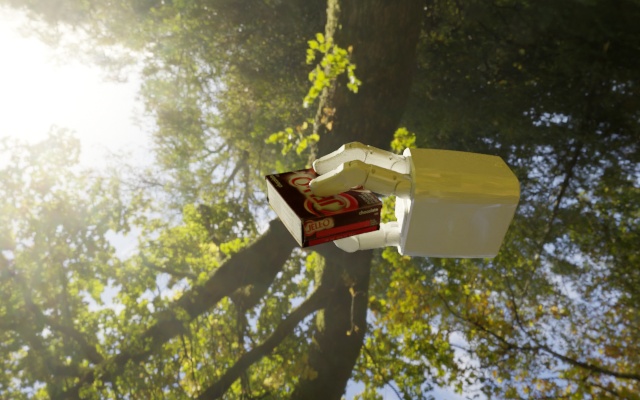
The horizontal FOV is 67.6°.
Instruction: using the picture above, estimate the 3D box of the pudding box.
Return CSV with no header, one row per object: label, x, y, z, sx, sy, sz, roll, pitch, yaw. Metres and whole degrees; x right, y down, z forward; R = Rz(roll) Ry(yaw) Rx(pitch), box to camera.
pudding box,0.000,0.002,0.514,0.090,0.039,0.113,-10,27,-23
